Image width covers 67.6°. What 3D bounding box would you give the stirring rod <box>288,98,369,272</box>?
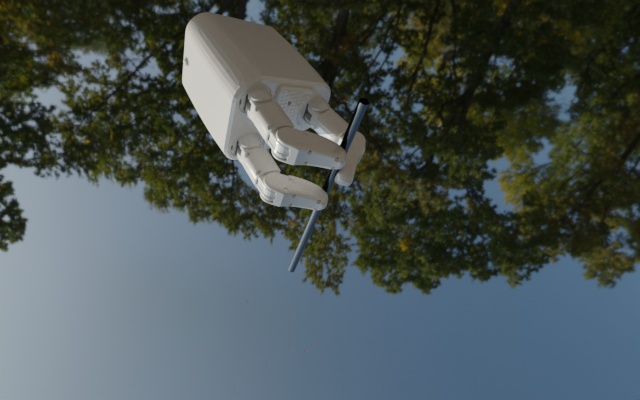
[{"bbox_3d":[0.000,0.001,0.443,0.011,0.011,0.240,0,-39,-20],"label":"stirring rod"}]
